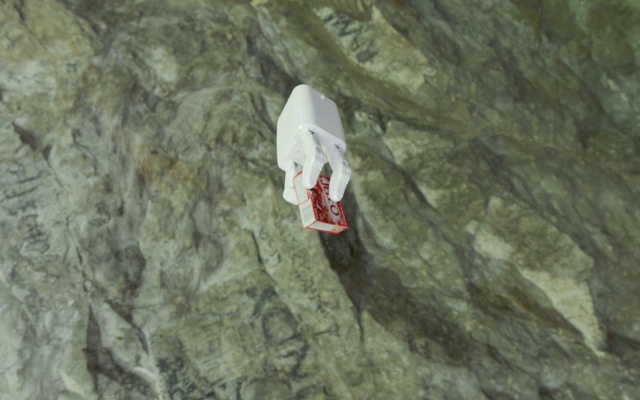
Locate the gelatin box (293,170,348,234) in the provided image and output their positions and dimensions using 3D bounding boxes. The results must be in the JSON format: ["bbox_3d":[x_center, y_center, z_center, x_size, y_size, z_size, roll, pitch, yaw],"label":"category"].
[{"bbox_3d":[0.000,0.003,0.731,0.030,0.089,0.073,-33,-31,35],"label":"gelatin box"}]
